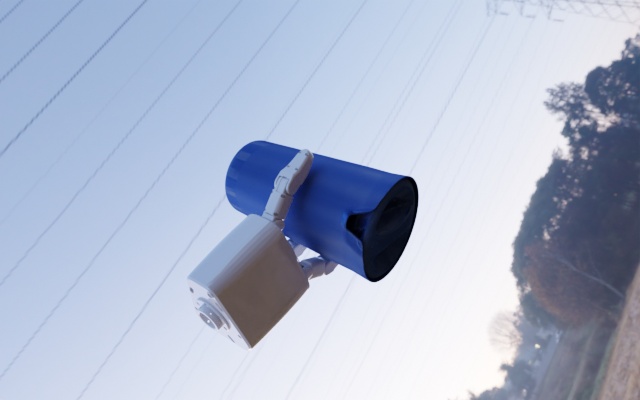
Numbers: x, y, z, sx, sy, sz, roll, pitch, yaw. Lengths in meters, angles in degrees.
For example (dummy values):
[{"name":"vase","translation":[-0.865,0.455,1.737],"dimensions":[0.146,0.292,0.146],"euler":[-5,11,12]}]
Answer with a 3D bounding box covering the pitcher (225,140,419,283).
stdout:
[{"name":"pitcher","translation":[0.000,0.002,0.632],"dimensions":[0.243,0.149,0.145],"euler":[21,52,31]}]
